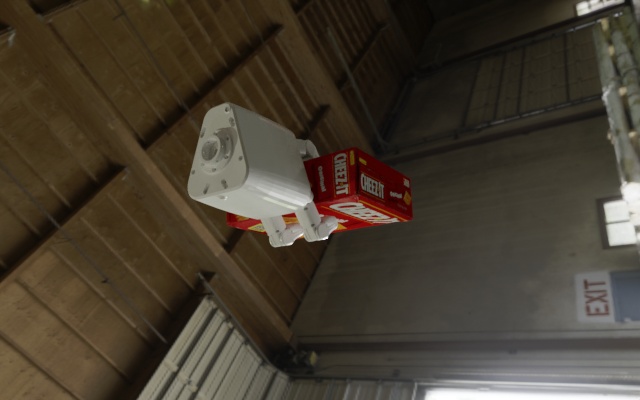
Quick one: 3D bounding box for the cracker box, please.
[{"bbox_3d":[0.000,0.002,0.677,0.214,0.072,0.164,-12,-18,32],"label":"cracker box"}]
